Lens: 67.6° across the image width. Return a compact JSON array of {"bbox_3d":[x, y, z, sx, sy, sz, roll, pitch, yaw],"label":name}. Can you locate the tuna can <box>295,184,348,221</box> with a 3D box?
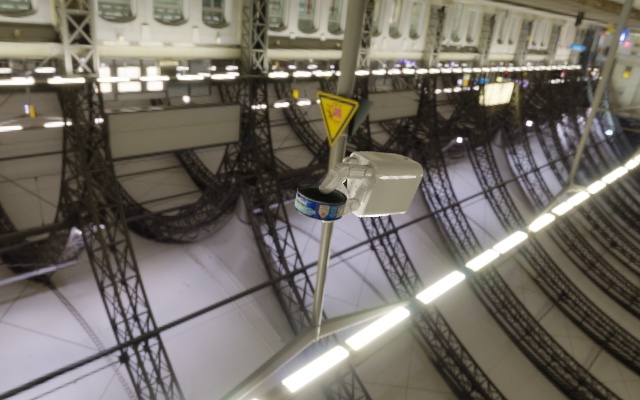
[{"bbox_3d":[0.000,0.003,0.803,0.086,0.034,0.086,11,20,-4],"label":"tuna can"}]
